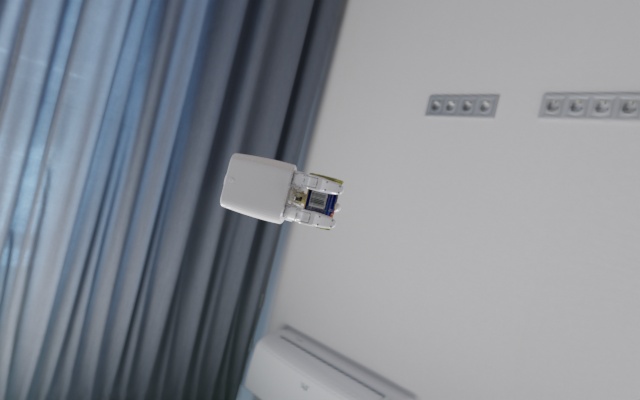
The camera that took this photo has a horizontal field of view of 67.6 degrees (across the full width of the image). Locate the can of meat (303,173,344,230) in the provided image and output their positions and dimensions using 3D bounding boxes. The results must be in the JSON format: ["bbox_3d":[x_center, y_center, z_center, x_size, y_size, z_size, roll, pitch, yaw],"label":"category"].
[{"bbox_3d":[0.000,0.003,0.806,0.057,0.084,0.102,14,-1,0],"label":"can of meat"}]
